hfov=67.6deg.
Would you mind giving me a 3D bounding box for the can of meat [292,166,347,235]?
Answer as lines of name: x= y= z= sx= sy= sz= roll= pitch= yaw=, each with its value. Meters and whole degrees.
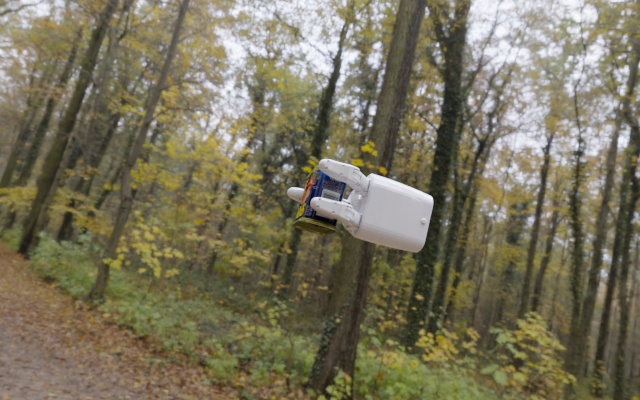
can of meat: x=0.000 y=0.002 z=0.712 sx=0.057 sy=0.084 sz=0.102 roll=17 pitch=-11 yaw=-9
